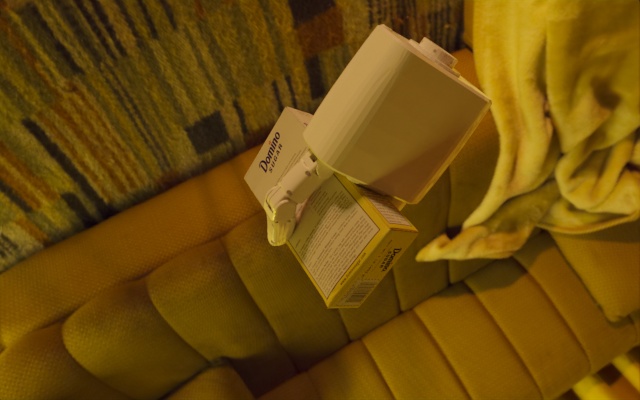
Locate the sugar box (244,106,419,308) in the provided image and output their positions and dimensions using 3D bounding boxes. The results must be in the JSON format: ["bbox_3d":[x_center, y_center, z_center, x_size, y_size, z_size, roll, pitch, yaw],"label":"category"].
[{"bbox_3d":[0.001,0.001,0.435,0.048,0.093,0.176,11,33,-43],"label":"sugar box"}]
